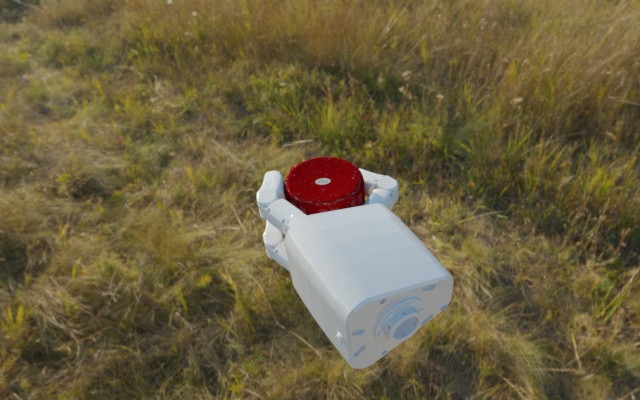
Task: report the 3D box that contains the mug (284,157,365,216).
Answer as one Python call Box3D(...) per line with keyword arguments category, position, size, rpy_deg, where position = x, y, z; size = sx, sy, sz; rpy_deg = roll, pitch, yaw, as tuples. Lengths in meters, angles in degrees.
Box3D(category="mug", position=(-0.001, 0.001, 0.512), size=(0.093, 0.082, 0.117), rpy_deg=(-23, 44, -19))
